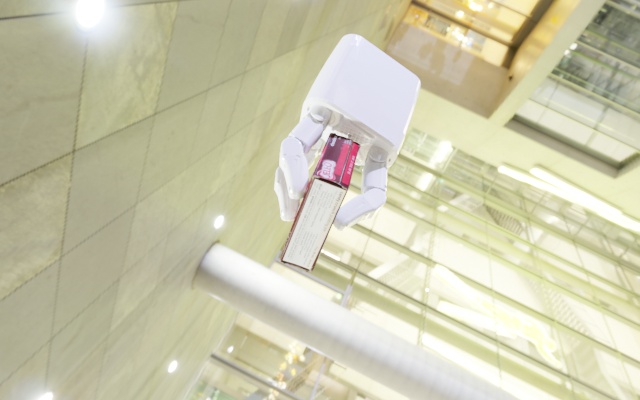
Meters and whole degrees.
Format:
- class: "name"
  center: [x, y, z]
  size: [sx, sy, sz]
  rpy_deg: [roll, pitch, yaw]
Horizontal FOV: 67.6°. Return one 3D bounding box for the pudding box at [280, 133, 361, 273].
- class: "pudding box"
  center: [0.000, 0.002, 0.477]
  size: [0.039, 0.114, 0.090]
  rpy_deg: [21, 35, 0]
